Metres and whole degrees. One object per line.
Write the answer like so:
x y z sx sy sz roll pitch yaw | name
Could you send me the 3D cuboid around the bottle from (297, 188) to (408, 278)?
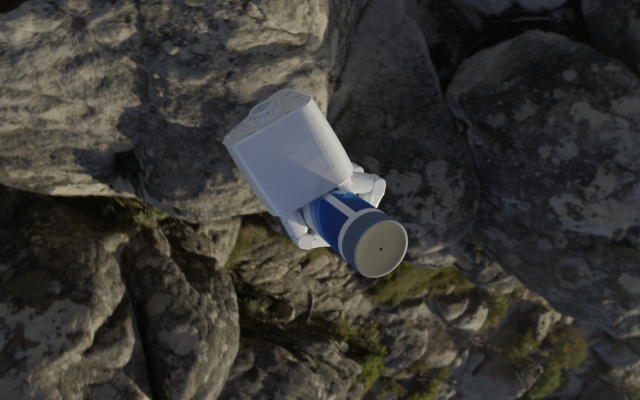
0.000 0.002 0.617 0.069 0.069 0.295 0 19 -27 | bottle
